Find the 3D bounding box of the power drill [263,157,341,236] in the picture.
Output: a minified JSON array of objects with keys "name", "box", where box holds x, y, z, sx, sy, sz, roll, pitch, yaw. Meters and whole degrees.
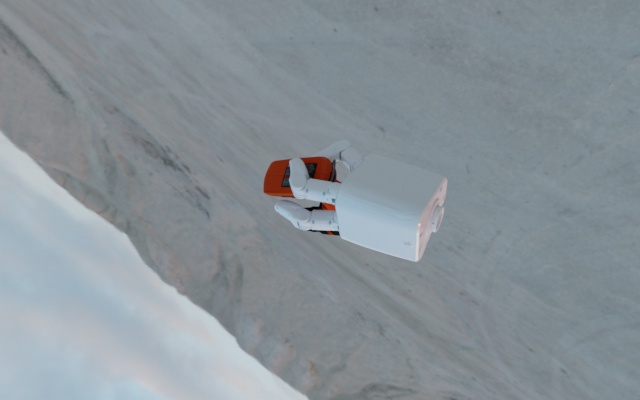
[{"name":"power drill","box":[0.000,0.002,0.714,0.184,0.057,0.188,-3,-24,34]}]
